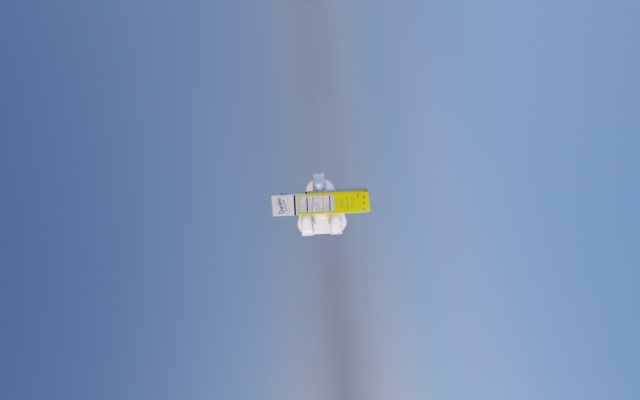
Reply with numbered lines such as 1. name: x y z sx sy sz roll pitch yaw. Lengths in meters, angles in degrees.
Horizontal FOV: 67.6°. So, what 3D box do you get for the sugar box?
1. sugar box: 0.000 0.003 0.889 0.176 0.048 0.093 -5 3 1
